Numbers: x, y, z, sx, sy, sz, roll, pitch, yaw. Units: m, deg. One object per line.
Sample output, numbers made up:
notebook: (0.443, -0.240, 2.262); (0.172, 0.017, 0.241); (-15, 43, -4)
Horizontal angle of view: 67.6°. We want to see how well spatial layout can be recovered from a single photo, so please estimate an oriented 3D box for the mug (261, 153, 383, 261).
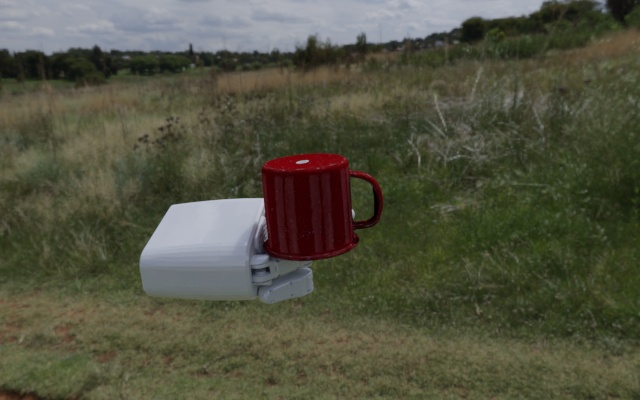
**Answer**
mug: (0.001, 0.001, 0.449); (0.117, 0.081, 0.093); (-3, 15, 7)
